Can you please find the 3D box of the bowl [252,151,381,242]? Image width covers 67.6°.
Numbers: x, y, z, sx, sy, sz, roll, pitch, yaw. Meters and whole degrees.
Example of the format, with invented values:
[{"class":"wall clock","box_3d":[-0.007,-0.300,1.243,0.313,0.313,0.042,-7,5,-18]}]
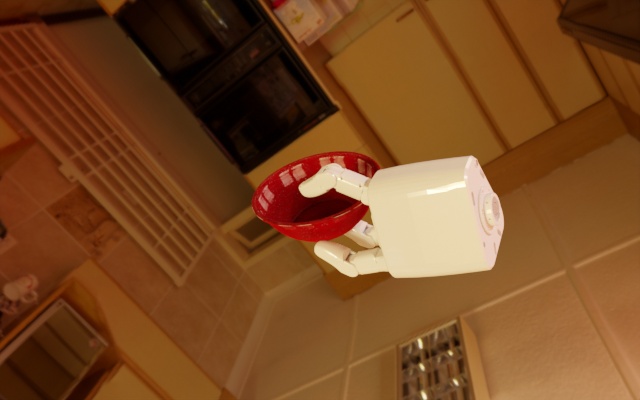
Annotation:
[{"class":"bowl","box_3d":[-0.001,0.002,0.591,0.162,0.055,0.162,-12,32,7]}]
